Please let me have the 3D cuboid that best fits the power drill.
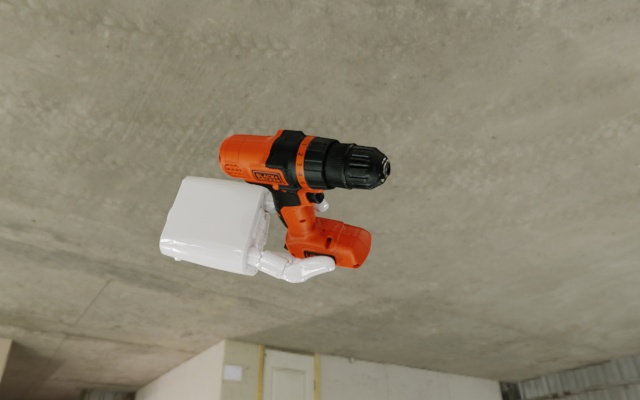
[{"bbox_3d":[0.000,0.002,0.521,0.184,0.057,0.188,9,-35,27],"label":"power drill"}]
